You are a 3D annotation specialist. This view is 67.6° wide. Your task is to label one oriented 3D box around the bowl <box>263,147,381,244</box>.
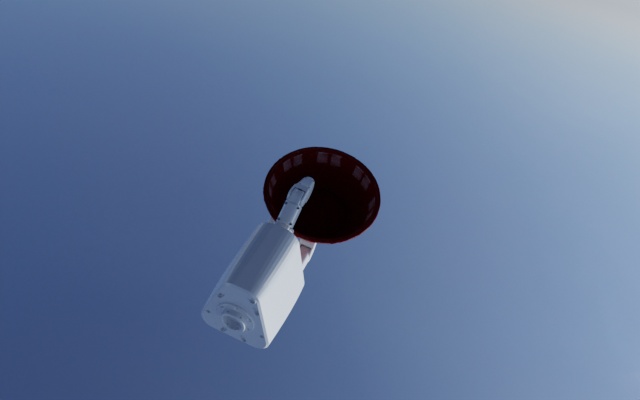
[{"bbox_3d":[0.001,0.002,0.673,0.162,0.162,0.055,0,-34,-8],"label":"bowl"}]
